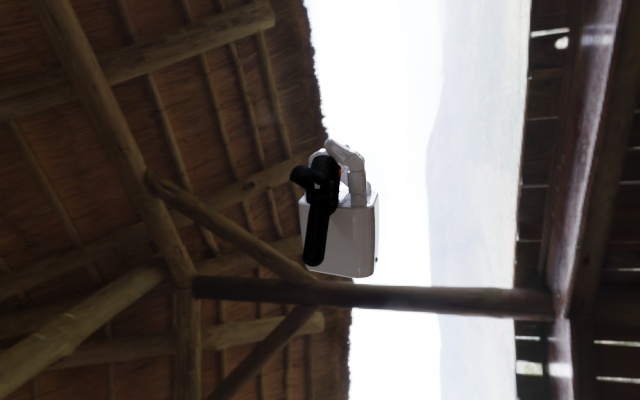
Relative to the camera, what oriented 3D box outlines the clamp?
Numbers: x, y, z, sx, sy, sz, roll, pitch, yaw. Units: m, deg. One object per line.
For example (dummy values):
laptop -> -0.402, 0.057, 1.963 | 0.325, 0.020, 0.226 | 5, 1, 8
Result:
clamp -> 0.000, 0.002, 0.590 | 0.039, 0.120, 0.171 | 4, 17, 14
